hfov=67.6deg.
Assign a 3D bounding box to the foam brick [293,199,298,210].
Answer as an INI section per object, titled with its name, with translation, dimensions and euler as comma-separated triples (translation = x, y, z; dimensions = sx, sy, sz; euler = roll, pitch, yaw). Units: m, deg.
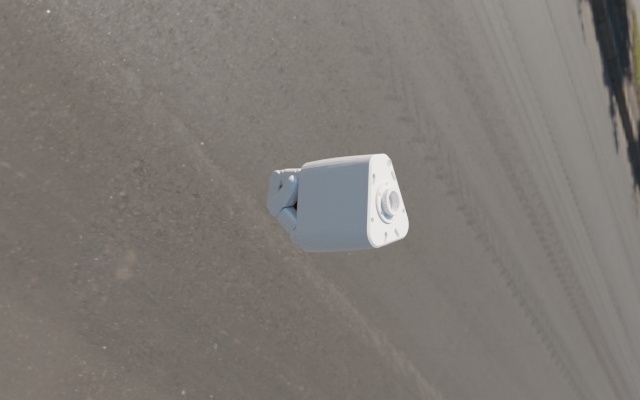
[foam brick]
translation = 0.000, 0.002, 0.665
dimensions = 0.051, 0.053, 0.078
euler = -6, 3, 39
